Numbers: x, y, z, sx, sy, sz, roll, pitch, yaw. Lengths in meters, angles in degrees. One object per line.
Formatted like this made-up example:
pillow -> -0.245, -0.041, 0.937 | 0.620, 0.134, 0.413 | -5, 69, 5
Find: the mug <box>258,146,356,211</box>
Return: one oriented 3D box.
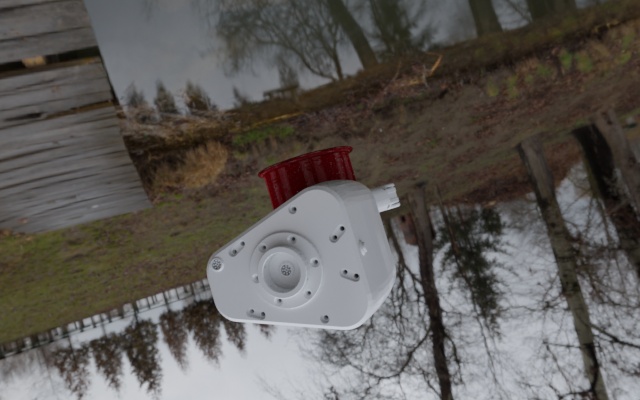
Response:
mug -> 0.000, 0.002, 0.460 | 0.093, 0.081, 0.117 | -17, -3, 16
